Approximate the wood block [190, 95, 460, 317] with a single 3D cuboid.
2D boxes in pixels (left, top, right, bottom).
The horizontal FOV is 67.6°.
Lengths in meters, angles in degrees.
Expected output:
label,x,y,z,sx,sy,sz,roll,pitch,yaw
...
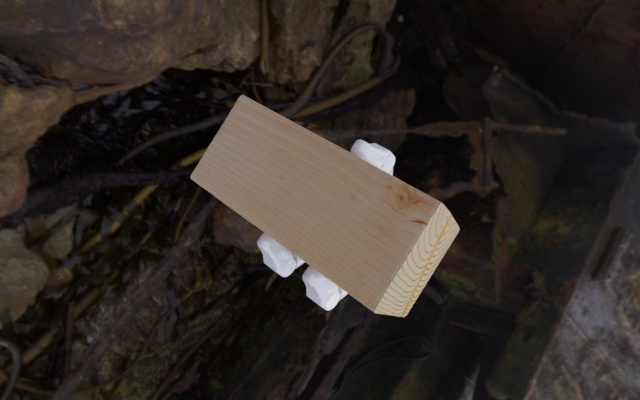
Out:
label,x,y,z,sx,sy,sz,roll,pitch,yaw
wood block,0.000,0.001,0.410,0.206,0.091,0.090,32,0,29
